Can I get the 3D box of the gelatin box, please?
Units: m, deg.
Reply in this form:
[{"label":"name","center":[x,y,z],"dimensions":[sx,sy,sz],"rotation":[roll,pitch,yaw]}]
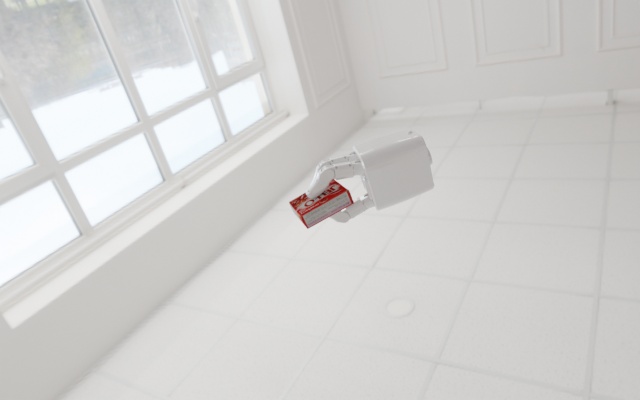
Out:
[{"label":"gelatin box","center":[0.000,0.003,0.783],"dimensions":[0.089,0.030,0.073],"rotation":[-30,25,-8]}]
